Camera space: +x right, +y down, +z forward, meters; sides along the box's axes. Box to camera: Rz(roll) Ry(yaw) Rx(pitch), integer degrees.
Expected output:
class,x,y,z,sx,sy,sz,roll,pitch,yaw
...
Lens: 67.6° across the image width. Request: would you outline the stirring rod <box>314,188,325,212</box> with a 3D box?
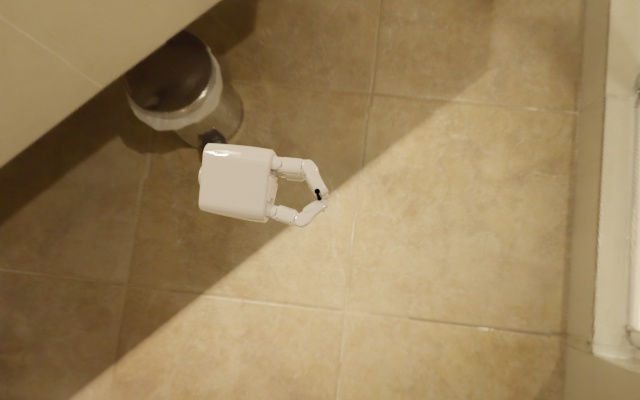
class,x,y,z,sx,sy,sz,roll,pitch,yaw
stirring rod,0.000,0.003,0.790,0.011,0.011,0.239,0,-7,2
